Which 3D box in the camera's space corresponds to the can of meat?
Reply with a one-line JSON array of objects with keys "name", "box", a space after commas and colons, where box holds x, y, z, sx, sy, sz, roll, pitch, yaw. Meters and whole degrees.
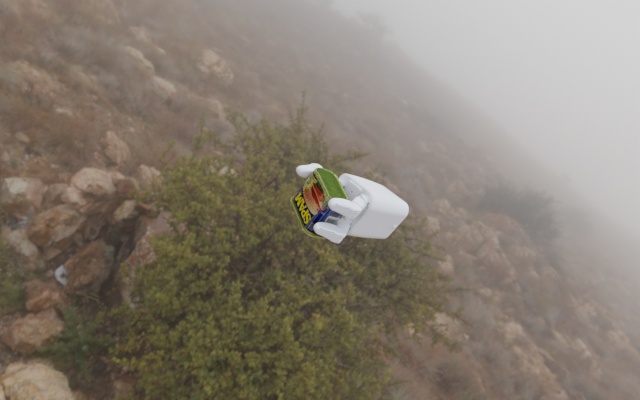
[{"name": "can of meat", "box": [0.000, 0.002, 0.855, 0.057, 0.084, 0.102, 15, 36, -36]}]
